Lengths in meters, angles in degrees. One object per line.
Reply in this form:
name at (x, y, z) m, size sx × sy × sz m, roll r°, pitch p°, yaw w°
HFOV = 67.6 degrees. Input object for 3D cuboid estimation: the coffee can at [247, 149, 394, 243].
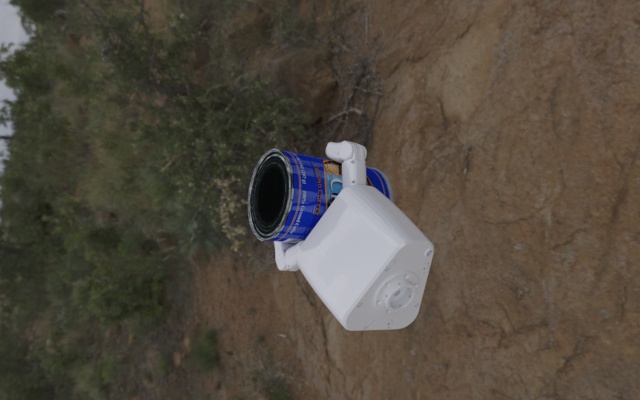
coffee can at (0.000, 0.002, 0.560) m, size 0.140 × 0.103 × 0.103 m, roll 8°, pitch -4°, yaw -33°
